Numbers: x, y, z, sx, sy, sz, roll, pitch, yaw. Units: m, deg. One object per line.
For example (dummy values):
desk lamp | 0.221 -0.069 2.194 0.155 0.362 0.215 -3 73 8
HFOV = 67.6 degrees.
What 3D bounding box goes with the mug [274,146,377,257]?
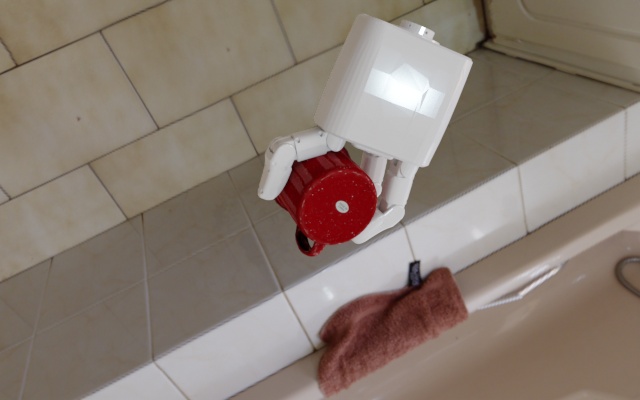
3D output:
mug | 0.000 0.003 0.475 0.093 0.117 0.081 10 21 -26
